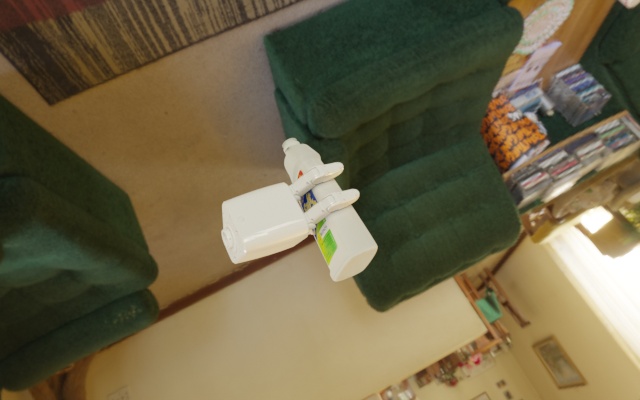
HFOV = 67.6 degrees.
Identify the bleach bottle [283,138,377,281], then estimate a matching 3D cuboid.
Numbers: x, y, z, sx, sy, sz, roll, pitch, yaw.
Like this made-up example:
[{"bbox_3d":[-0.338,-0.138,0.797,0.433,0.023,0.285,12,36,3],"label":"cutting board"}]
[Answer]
[{"bbox_3d":[0.000,0.003,0.799,0.068,0.250,0.103,-17,-27,-26],"label":"bleach bottle"}]
